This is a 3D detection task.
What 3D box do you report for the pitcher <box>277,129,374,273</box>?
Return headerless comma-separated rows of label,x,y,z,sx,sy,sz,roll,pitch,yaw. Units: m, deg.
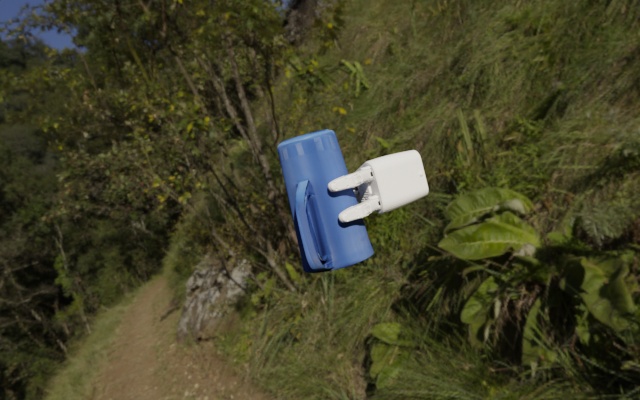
pitcher,0.000,0.003,0.855,0.145,0.243,0.149,-17,5,-20
